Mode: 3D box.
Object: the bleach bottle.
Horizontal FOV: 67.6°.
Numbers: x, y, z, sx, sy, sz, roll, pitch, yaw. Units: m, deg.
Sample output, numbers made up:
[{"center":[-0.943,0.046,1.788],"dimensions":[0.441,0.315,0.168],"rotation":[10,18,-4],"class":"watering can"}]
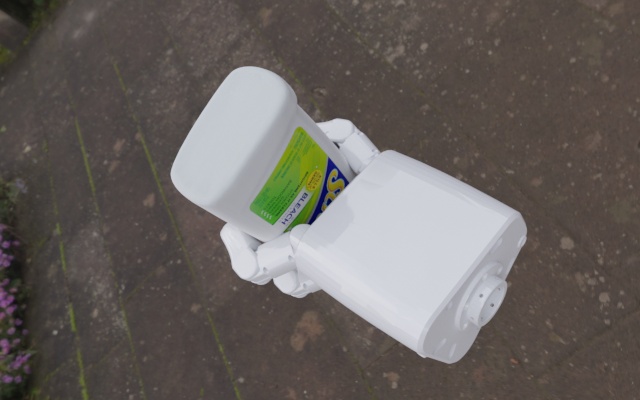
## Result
[{"center":[0.000,0.001,0.403],"dimensions":[0.068,0.102,0.251],"rotation":[31,-2,38],"class":"bleach bottle"}]
